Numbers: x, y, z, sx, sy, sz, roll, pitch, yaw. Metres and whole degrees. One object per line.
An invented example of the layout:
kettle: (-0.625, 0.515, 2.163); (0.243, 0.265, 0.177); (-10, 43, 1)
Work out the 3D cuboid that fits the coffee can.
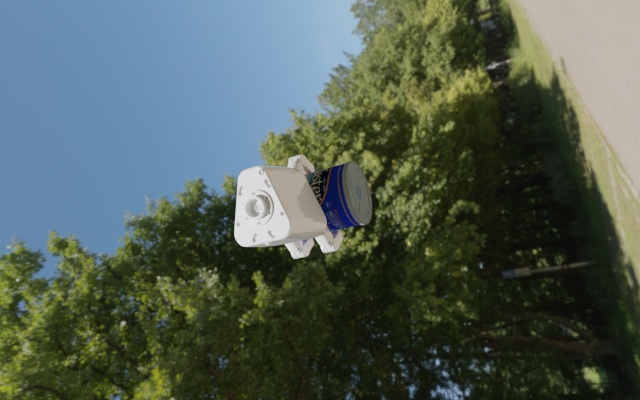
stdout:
coffee can: (0.000, 0.002, 0.776); (0.140, 0.103, 0.103); (-14, -6, 24)
